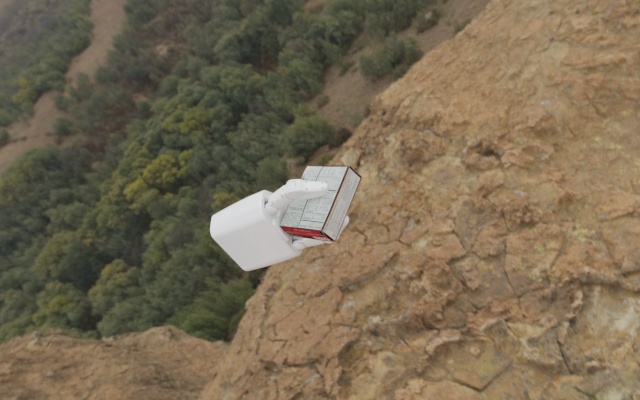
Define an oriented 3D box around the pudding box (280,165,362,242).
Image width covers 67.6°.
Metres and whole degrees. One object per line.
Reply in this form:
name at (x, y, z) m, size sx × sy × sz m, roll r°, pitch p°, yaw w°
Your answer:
pudding box at (0.000, 0.002, 0.708) m, size 0.090 × 0.113 × 0.039 m, roll 5°, pitch -25°, yaw 43°
